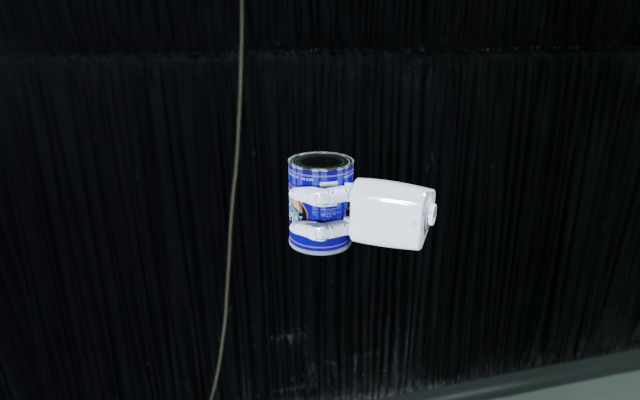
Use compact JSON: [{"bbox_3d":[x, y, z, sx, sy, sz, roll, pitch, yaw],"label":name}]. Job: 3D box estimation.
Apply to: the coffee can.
[{"bbox_3d":[0.000,0.003,0.762,0.103,0.140,0.102,0,20,0],"label":"coffee can"}]
